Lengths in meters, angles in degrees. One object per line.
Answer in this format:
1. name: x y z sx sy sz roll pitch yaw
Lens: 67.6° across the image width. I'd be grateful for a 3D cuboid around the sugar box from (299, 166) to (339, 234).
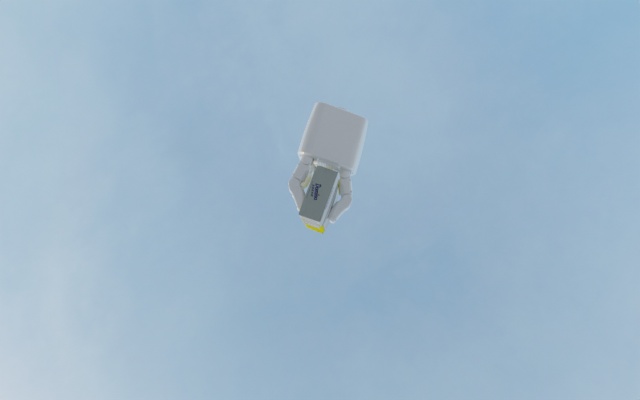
1. sugar box: 0.000 0.003 0.874 0.048 0.093 0.176 19 -9 8
